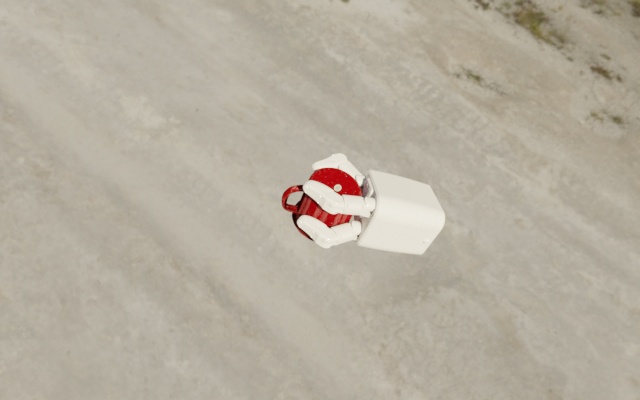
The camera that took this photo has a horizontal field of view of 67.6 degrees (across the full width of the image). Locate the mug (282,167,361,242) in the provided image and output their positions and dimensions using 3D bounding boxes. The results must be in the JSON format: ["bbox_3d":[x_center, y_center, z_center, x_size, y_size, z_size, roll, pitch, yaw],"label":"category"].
[{"bbox_3d":[-0.001,0.002,0.717,0.117,0.093,0.082,11,-43,-12],"label":"mug"}]
